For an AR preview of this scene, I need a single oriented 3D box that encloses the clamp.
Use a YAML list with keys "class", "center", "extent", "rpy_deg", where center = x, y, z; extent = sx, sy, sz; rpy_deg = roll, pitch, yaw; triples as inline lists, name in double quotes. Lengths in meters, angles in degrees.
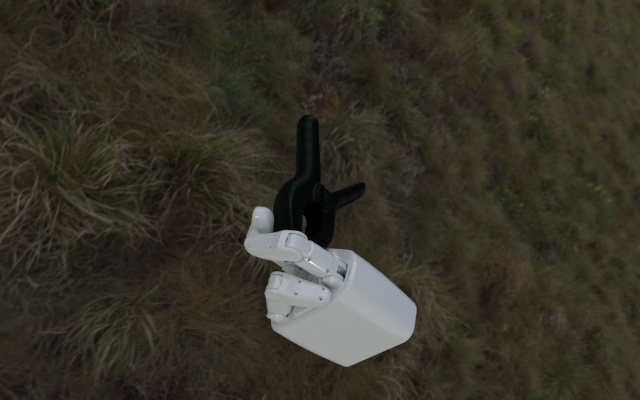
- class: "clamp"
  center: [0.000, 0.002, 0.512]
  extent: [0.039, 0.171, 0.120]
  rpy_deg: [-21, -50, 42]
